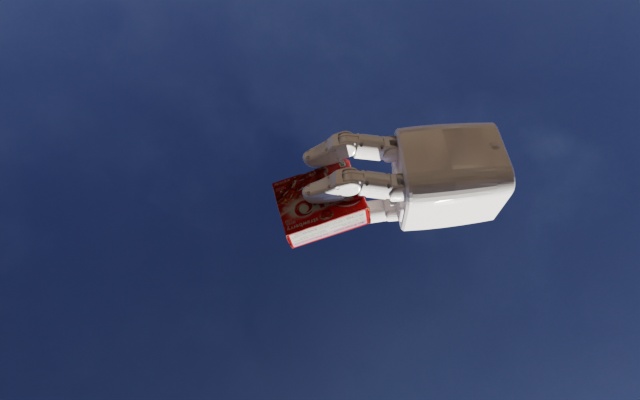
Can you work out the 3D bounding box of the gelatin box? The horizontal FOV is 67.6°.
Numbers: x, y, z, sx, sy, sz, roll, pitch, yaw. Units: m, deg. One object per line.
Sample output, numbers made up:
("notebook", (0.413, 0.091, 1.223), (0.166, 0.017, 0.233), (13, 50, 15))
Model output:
("gelatin box", (0.000, 0.002, 0.503), (0.089, 0.073, 0.030), (-18, -38, -1))
